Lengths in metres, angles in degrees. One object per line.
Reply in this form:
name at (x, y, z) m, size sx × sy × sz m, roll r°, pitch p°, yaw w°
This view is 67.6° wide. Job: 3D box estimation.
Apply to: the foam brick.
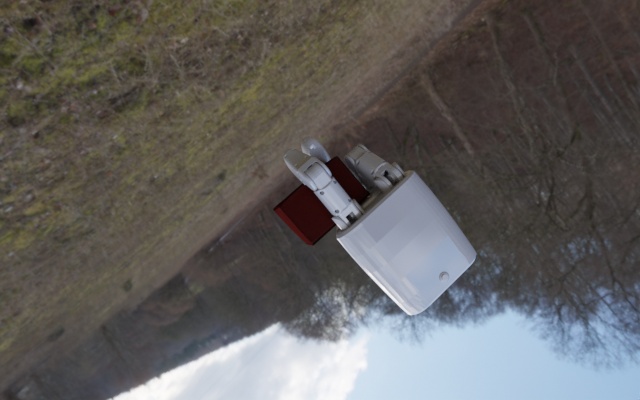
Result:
foam brick at (0.000, 0.002, 0.478) m, size 0.078 × 0.051 × 0.053 m, roll -41°, pitch 5°, yaw -10°
